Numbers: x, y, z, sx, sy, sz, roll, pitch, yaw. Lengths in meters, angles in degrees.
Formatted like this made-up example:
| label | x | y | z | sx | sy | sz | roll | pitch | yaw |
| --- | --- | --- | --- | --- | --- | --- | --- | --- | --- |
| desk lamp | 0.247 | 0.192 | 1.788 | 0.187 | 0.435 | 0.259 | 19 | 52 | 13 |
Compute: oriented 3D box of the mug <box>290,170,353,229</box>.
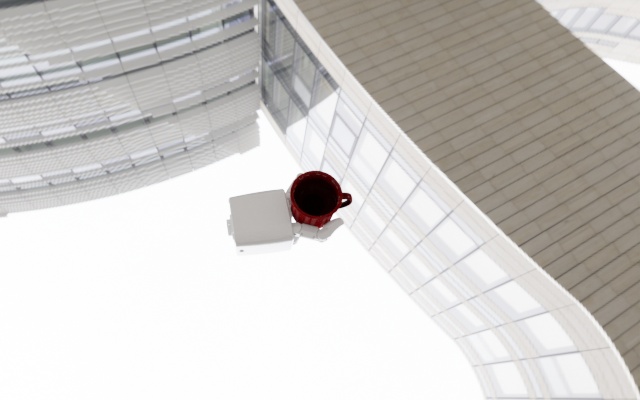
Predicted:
| label | x | y | z | sx | sy | sz | roll | pitch | yaw |
| --- | --- | --- | --- | --- | --- | --- | --- | --- | --- |
| mug | 0.002 | 0.003 | 0.872 | 0.117 | 0.093 | 0.081 | -6 | -21 | -10 |
